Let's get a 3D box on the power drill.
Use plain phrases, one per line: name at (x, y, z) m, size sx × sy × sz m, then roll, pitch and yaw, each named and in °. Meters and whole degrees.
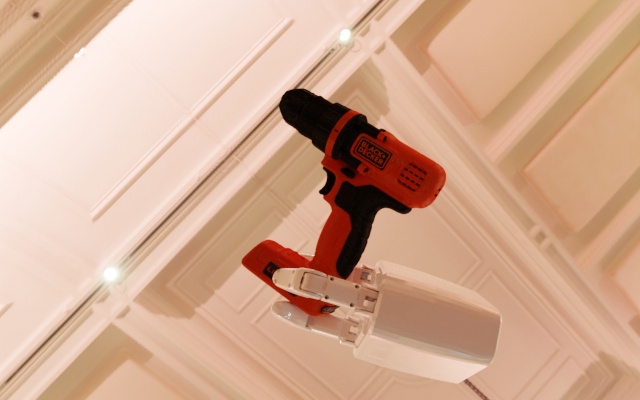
power drill at (0.000, 0.002, 0.469) m, size 0.184 × 0.188 × 0.057 m, roll 34°, pitch 10°, yaw 20°
